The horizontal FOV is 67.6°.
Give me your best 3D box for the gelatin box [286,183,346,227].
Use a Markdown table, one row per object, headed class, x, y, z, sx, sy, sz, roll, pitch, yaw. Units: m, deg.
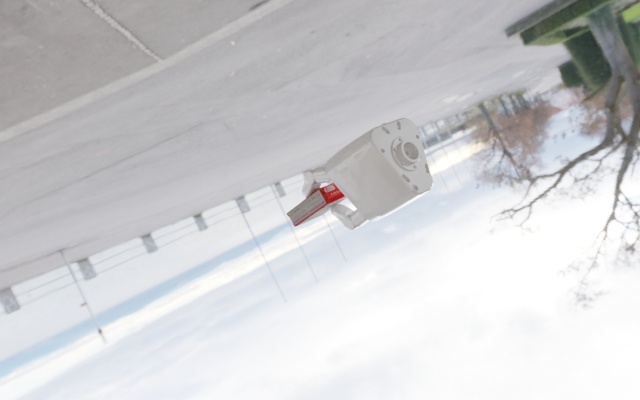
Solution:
| class | x | y | z | sx | sy | sz | roll | pitch | yaw |
| --- | --- | --- | --- | --- | --- | --- | --- | --- | --- |
| gelatin box | 0.000 | 0.003 | 0.759 | 0.089 | 0.030 | 0.073 | -37 | -9 | 40 |
